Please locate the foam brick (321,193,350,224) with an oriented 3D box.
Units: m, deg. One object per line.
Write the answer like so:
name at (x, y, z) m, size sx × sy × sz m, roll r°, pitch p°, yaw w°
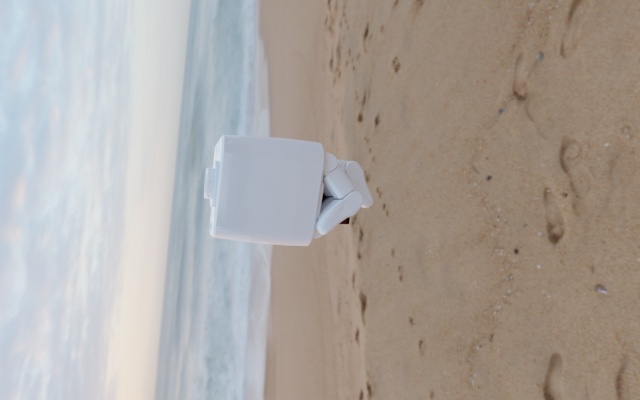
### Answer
foam brick at (0.000, 0.002, 0.590) m, size 0.051 × 0.053 × 0.078 m, roll 4°, pitch -4°, yaw -17°
